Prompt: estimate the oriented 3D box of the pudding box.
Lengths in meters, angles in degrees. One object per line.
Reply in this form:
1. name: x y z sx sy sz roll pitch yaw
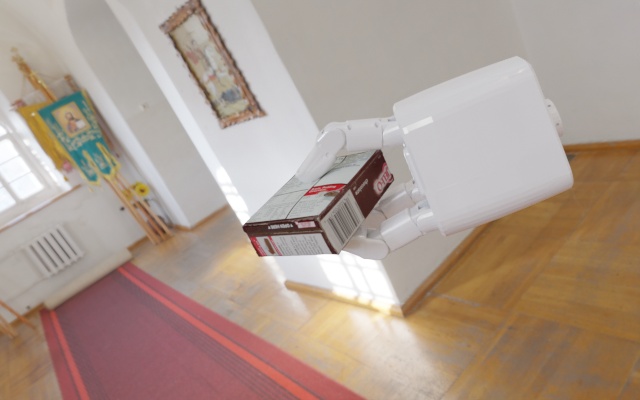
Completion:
1. pudding box: 0.000 0.001 0.417 0.090 0.039 0.113 -8 27 40
